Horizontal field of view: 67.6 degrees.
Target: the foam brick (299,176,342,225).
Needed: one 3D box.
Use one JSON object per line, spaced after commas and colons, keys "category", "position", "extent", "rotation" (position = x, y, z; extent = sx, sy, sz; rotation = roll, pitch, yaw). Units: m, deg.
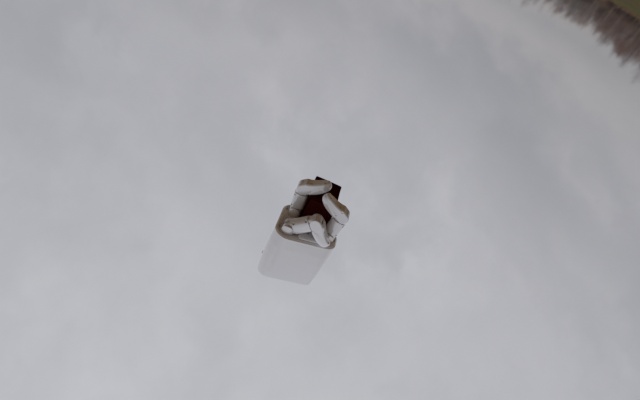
{"category": "foam brick", "position": [0.000, 0.003, 0.856], "extent": [0.053, 0.051, 0.078], "rotation": [25, 33, -5]}
